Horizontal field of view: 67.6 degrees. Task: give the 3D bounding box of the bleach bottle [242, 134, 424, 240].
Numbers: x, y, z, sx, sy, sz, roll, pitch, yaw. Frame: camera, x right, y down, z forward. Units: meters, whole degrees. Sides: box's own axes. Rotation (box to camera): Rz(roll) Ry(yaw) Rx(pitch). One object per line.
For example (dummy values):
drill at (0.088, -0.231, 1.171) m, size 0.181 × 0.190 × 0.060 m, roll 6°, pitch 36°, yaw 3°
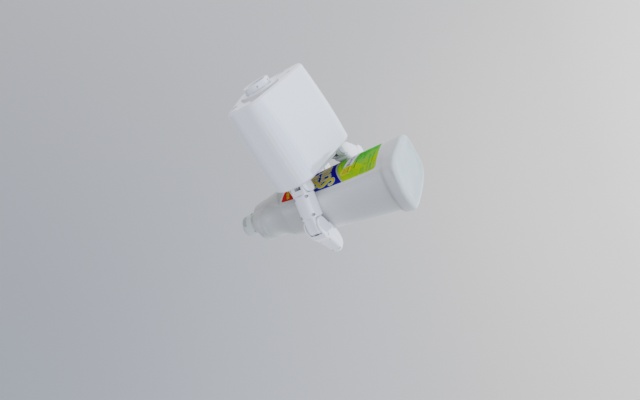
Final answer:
bleach bottle at (0.000, 0.002, 0.598) m, size 0.251 × 0.068 × 0.102 m, roll -21°, pitch 24°, yaw 29°
